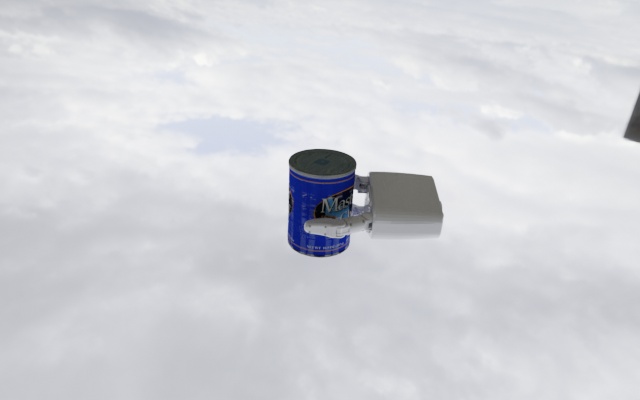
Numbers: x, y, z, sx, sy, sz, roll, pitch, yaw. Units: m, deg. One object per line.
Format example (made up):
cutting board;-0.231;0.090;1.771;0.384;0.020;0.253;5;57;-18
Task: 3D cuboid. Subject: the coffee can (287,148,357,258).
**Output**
coffee can;0.000;0.002;0.745;0.103;0.140;0.102;2;28;-1
